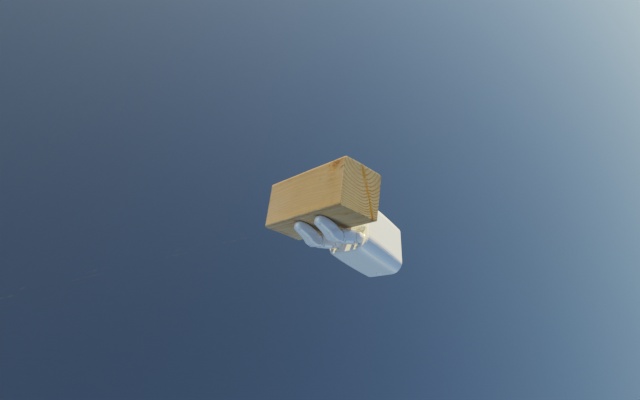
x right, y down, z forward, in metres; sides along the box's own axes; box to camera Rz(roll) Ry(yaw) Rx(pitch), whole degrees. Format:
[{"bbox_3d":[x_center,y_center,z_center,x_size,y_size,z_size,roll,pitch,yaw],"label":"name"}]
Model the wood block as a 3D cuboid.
[{"bbox_3d":[0.001,0.003,0.862,0.090,0.090,0.206,25,-28,-35],"label":"wood block"}]
